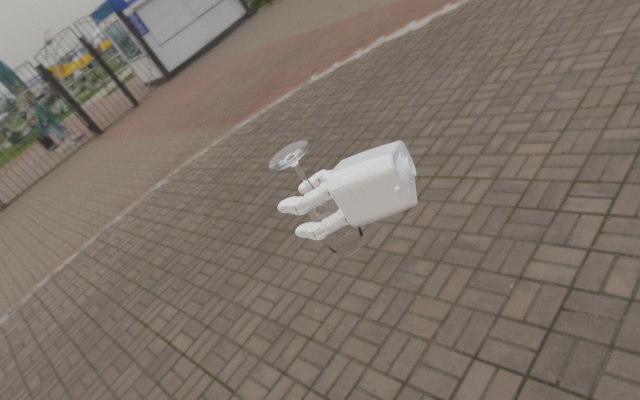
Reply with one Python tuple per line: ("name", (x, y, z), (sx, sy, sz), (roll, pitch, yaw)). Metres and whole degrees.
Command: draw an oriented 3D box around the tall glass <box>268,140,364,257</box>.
("tall glass", (0.000, 0.002, 0.785), (0.079, 0.201, 0.079), (-26, 29, 15))
